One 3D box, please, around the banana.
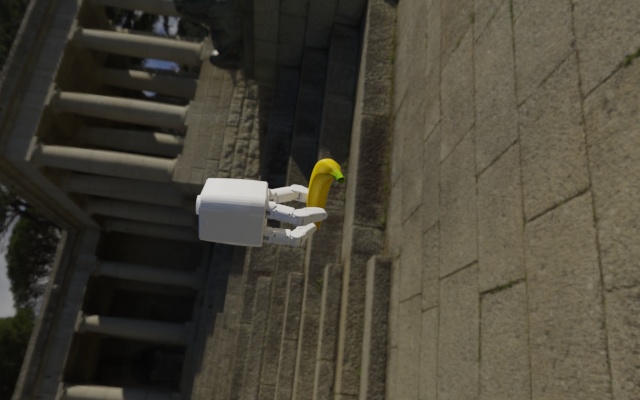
[{"bbox_3d":[0.000,-0.016,0.803,0.037,0.069,0.198,4,-28,-10],"label":"banana"}]
